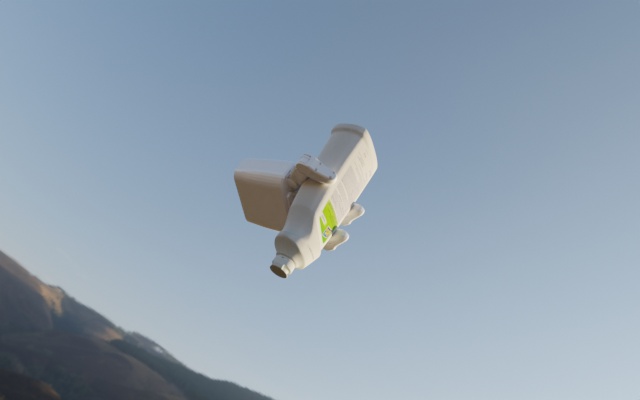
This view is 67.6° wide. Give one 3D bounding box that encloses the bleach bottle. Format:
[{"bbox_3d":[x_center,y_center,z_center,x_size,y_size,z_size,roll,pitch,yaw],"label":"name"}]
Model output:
[{"bbox_3d":[0.000,0.002,0.706,0.068,0.250,0.103,11,-38,33],"label":"bleach bottle"}]
